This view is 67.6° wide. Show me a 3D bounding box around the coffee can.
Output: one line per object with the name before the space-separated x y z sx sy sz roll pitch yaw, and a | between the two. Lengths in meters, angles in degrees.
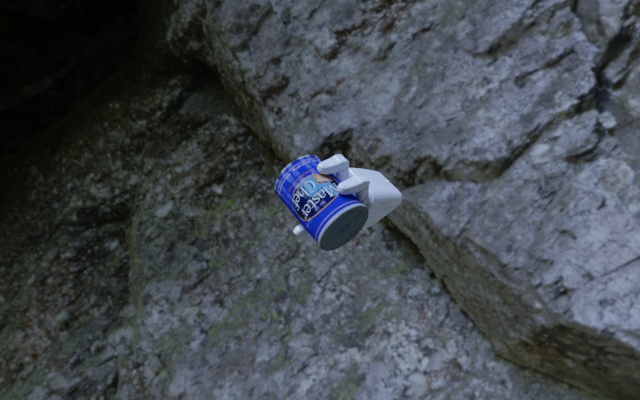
coffee can | 0.000 0.003 0.828 0.103 0.103 0.140 0 40 -50
